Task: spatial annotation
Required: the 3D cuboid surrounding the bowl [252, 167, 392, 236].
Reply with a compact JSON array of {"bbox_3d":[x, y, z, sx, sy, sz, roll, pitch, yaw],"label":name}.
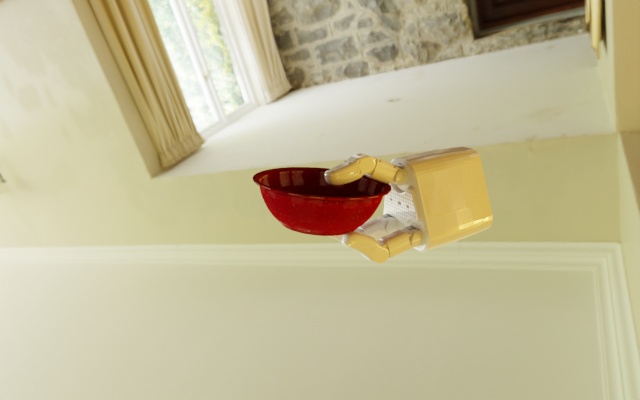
[{"bbox_3d":[-0.001,0.002,0.564,0.162,0.055,0.162,5,14,-1],"label":"bowl"}]
